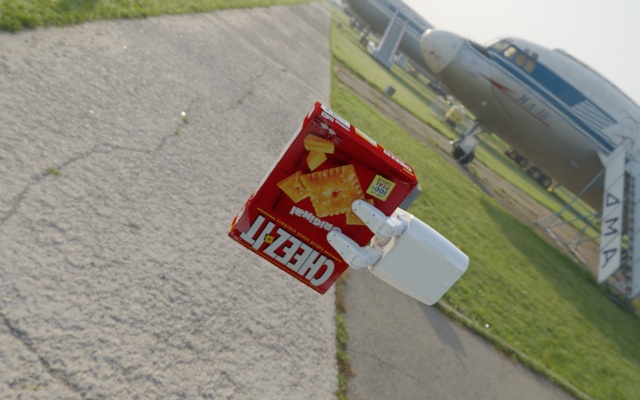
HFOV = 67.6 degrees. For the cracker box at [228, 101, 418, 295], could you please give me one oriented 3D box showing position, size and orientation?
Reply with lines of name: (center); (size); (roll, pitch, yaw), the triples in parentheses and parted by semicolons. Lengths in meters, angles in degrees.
cracker box: (0.000, 0.002, 0.650); (0.164, 0.214, 0.072); (34, 19, -10)
